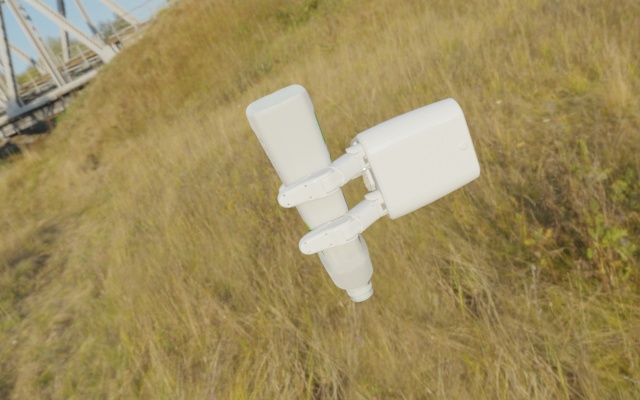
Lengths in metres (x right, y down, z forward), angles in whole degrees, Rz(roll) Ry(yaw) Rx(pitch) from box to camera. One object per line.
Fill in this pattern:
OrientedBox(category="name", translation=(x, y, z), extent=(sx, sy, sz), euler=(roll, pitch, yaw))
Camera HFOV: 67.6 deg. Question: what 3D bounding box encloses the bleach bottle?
OrientedBox(category="bleach bottle", translation=(0.000, 0.002, 0.535), extent=(0.068, 0.251, 0.102), euler=(-24, 20, -1))
